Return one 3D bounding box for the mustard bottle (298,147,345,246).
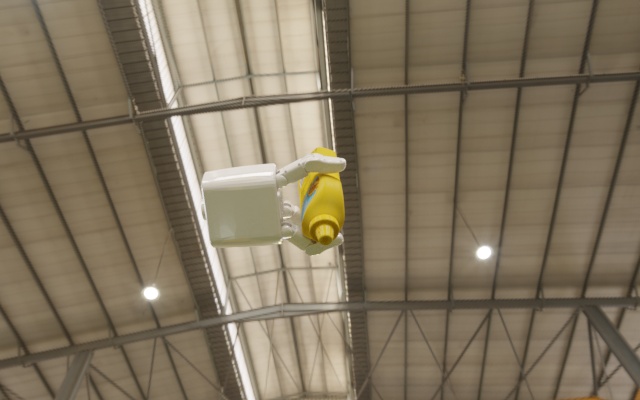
[{"bbox_3d":[0.000,0.002,0.707,0.058,0.096,0.191,17,29,-13],"label":"mustard bottle"}]
